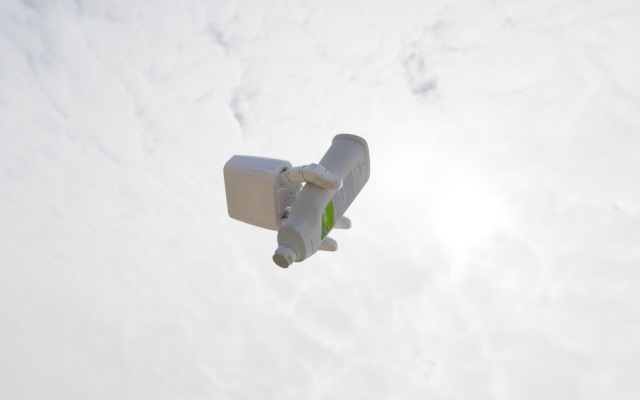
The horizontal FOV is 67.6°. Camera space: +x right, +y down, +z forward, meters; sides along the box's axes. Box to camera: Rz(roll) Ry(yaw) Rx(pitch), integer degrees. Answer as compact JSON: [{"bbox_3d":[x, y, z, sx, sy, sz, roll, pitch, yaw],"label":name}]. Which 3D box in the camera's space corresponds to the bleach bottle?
[{"bbox_3d":[0.000,0.002,0.742,0.068,0.103,0.250,12,44,26],"label":"bleach bottle"}]
